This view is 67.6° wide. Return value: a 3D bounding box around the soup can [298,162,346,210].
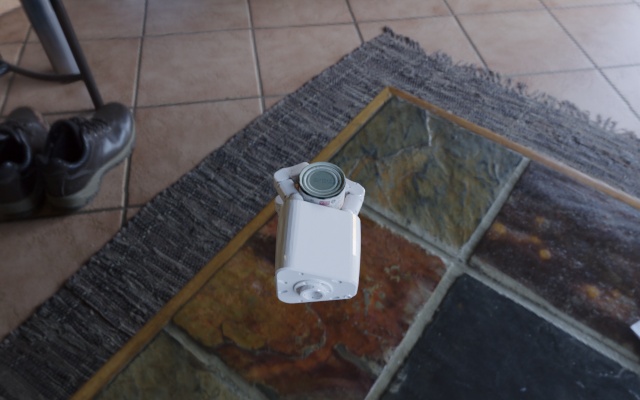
[{"bbox_3d":[0.000,0.002,0.690,0.068,0.068,0.102,0,-39,-3],"label":"soup can"}]
